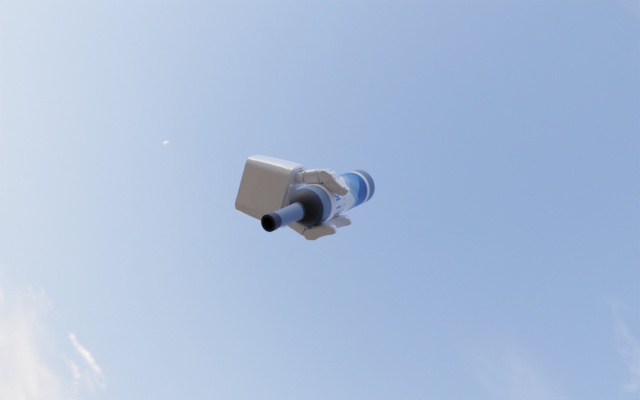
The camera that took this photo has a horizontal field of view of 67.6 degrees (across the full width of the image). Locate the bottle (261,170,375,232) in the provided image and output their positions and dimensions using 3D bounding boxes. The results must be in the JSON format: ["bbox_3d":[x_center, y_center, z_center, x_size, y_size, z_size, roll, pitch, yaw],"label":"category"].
[{"bbox_3d":[0.000,0.003,0.818,0.069,0.069,0.295,0,12,32],"label":"bottle"}]
